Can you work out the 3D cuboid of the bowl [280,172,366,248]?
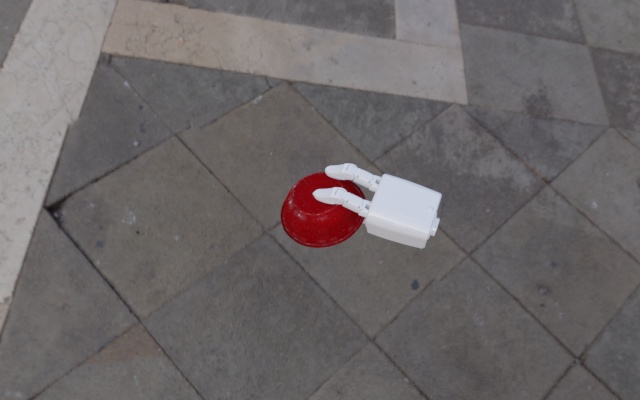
[{"bbox_3d":[-0.001,0.003,0.859,0.162,0.162,0.055,0,-35,14],"label":"bowl"}]
